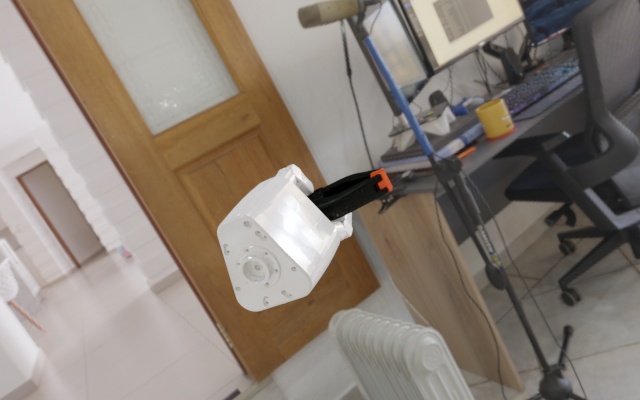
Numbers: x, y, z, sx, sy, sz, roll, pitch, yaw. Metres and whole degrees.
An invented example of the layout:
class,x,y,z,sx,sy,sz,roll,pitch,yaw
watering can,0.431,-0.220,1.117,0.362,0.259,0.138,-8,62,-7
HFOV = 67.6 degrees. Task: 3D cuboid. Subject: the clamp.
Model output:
class,x,y,z,sx,sy,sz,roll,pitch,yaw
clamp,0.000,0.001,0.643,0.210,0.036,0.164,-23,16,24
